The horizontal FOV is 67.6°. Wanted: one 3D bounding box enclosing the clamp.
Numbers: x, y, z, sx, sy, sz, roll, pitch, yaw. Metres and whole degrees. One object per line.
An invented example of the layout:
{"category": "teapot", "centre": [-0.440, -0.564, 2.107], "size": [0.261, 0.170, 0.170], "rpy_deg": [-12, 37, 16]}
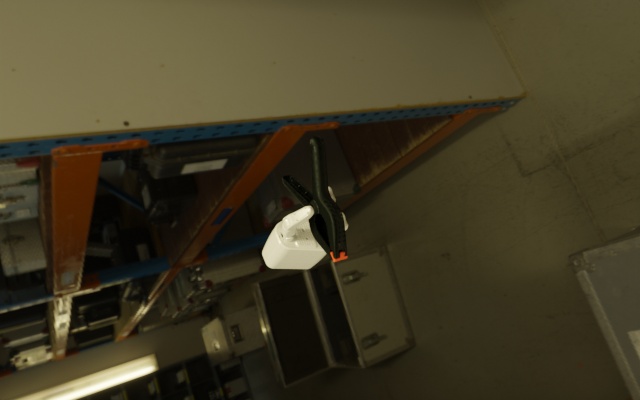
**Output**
{"category": "clamp", "centre": [0.000, 0.003, 0.834], "size": [0.036, 0.210, 0.165], "rpy_deg": [-14, -24, -28]}
